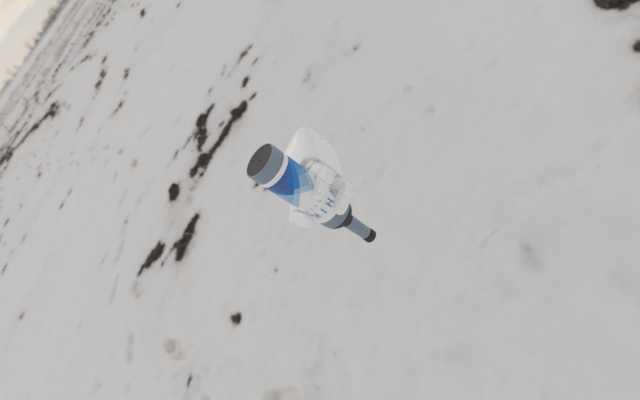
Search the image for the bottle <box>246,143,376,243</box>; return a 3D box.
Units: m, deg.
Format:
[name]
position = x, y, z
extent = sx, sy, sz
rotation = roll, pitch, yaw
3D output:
[bottle]
position = 0.000, 0.003, 0.864
extent = 0.296, 0.069, 0.069
rotation = 35, -21, -34
